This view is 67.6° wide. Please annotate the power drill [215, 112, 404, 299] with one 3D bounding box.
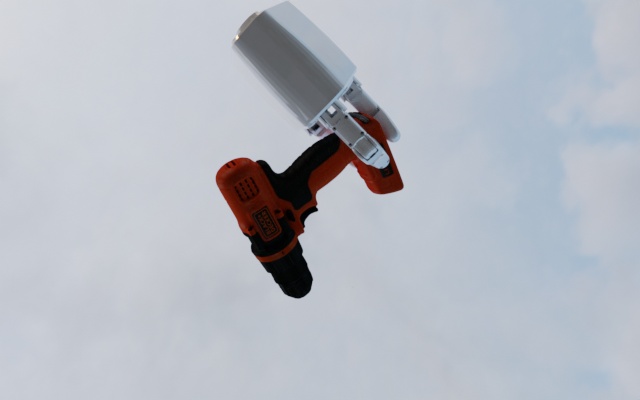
[{"bbox_3d":[0.000,0.001,0.536,0.187,0.184,0.057,-33,30,-13],"label":"power drill"}]
